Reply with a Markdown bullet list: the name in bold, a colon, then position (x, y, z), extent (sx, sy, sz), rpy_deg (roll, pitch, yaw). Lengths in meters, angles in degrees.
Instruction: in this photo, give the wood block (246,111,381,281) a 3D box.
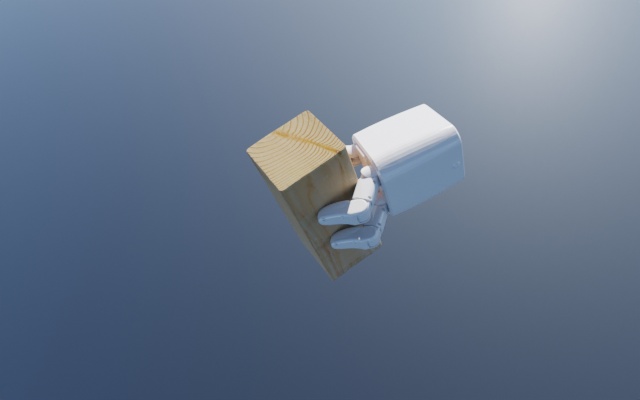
- **wood block**: position (0.000, 0.002, 0.611), extent (0.090, 0.206, 0.090), rpy_deg (-35, 50, -8)
